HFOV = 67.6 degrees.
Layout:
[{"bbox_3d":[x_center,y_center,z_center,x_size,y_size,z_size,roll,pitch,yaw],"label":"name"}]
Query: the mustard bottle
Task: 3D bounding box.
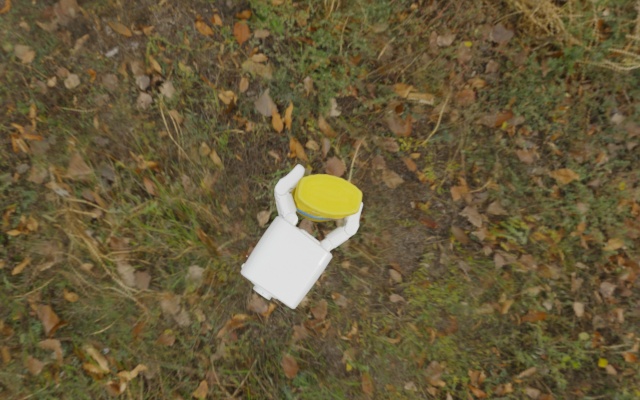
[{"bbox_3d":[0.000,0.002,0.772,0.096,0.058,0.191,12,-8,-7],"label":"mustard bottle"}]
